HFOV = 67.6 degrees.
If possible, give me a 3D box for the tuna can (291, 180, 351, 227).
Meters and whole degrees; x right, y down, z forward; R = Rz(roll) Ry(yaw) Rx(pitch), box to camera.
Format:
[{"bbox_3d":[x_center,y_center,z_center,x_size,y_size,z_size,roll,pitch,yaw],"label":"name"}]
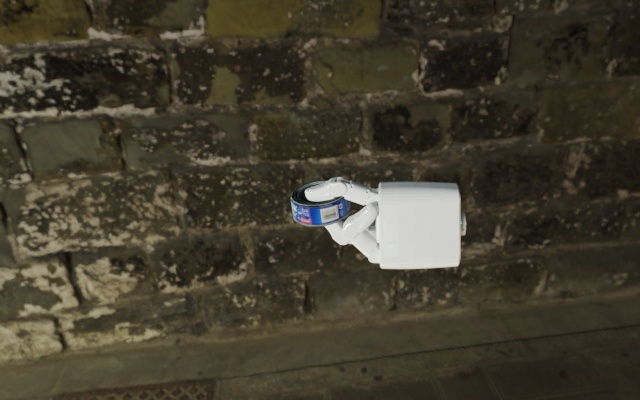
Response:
[{"bbox_3d":[0.000,0.002,0.692,0.086,0.034,0.086,-7,27,4],"label":"tuna can"}]
